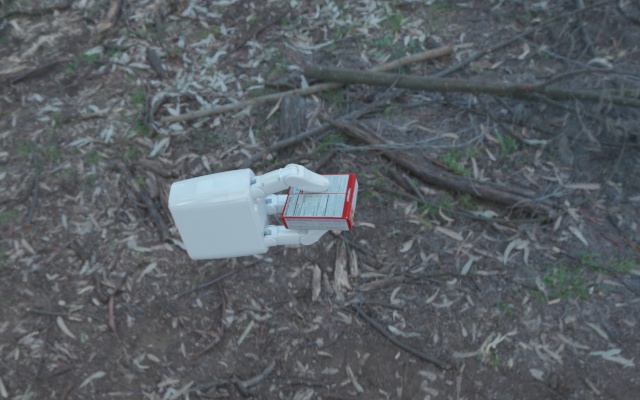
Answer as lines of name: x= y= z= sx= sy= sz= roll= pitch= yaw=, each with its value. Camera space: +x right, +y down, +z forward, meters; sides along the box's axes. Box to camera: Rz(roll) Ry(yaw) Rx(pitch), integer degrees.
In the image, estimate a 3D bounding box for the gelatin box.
gelatin box: x=0.000 y=0.002 z=0.617 sx=0.089 sy=0.073 sz=0.030 roll=-1 pitch=-39 yaw=16
